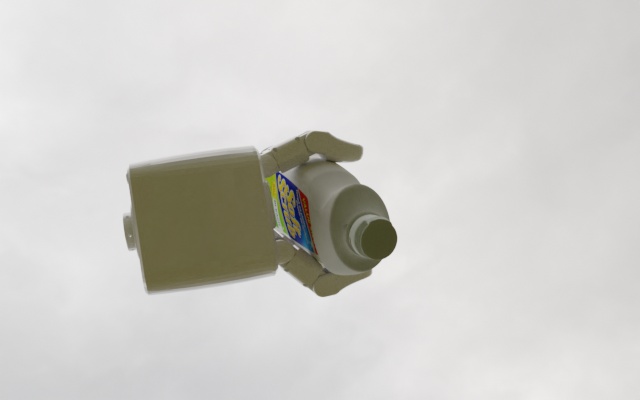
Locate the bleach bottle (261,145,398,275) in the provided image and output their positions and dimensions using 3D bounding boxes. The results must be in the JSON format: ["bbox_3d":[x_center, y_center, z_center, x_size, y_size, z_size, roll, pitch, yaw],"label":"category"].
[{"bbox_3d":[0.000,0.002,0.441,0.068,0.102,0.251,-8,10,-17],"label":"bleach bottle"}]
